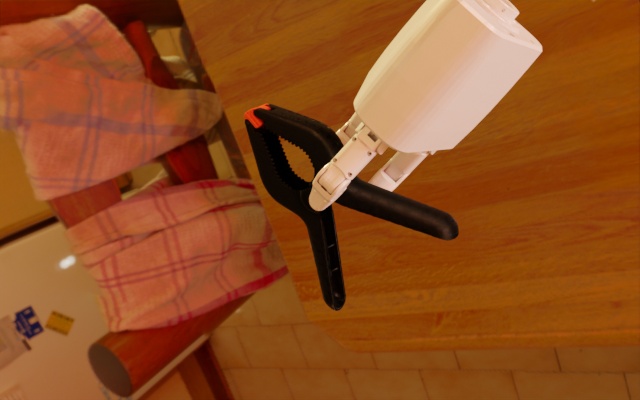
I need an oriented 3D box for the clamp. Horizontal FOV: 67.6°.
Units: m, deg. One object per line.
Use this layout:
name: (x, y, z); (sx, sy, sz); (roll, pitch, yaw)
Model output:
clamp: (-0.001, 0.001, 0.447); (0.165, 0.210, 0.036); (-49, -7, 35)
